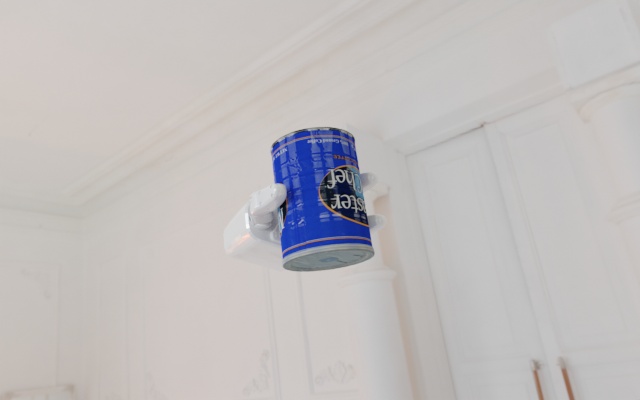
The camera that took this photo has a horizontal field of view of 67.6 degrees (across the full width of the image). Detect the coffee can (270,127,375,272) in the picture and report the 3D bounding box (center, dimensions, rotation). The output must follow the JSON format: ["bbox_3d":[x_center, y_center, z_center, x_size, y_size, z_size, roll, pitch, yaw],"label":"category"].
[{"bbox_3d":[0.000,0.002,0.546,0.103,0.140,0.103,-7,-18,-2],"label":"coffee can"}]
